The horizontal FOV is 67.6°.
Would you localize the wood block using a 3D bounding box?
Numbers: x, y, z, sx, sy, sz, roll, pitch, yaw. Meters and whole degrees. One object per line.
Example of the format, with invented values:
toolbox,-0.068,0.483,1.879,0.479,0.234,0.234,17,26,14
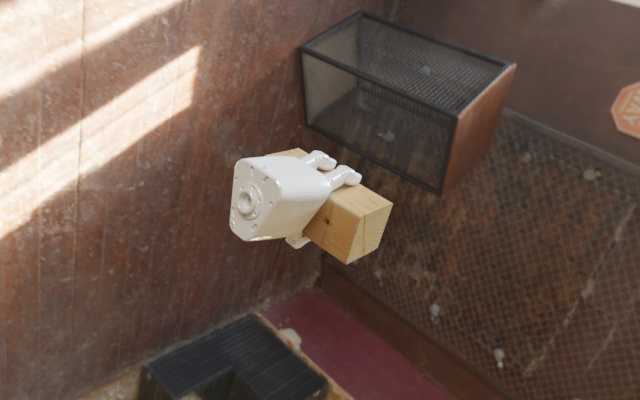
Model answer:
wood block,0.000,0.003,0.779,0.206,0.091,0.090,33,33,30
